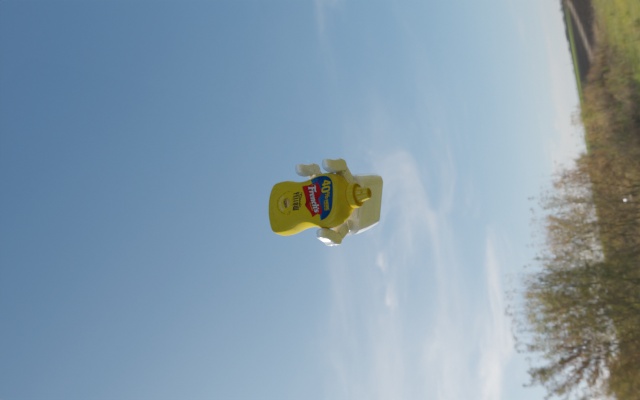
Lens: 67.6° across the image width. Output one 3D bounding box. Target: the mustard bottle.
[{"bbox_3d":[0.000,0.003,0.828,0.191,0.096,0.058,-10,-22,31],"label":"mustard bottle"}]
